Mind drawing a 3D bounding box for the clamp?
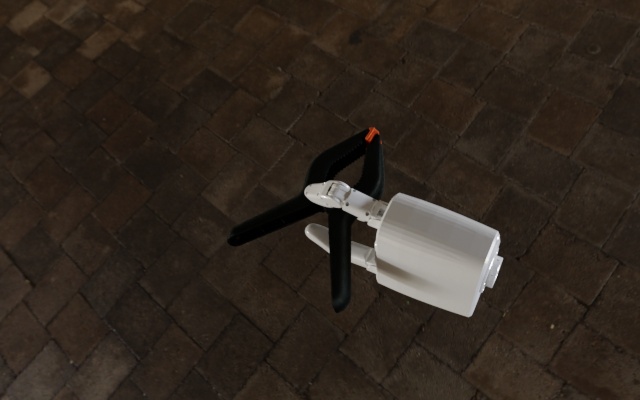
[{"bbox_3d":[0.000,0.001,0.542,0.164,0.210,0.036,20,-20,24],"label":"clamp"}]
